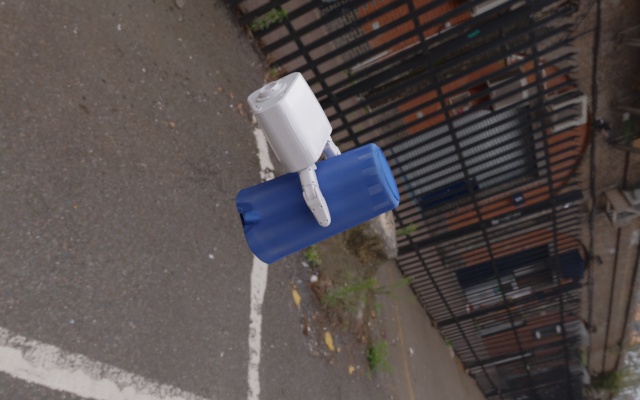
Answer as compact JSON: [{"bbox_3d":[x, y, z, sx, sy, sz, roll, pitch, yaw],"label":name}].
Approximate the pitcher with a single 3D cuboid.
[{"bbox_3d":[0.000,0.002,0.777,0.243,0.145,0.149,-22,30,16],"label":"pitcher"}]
